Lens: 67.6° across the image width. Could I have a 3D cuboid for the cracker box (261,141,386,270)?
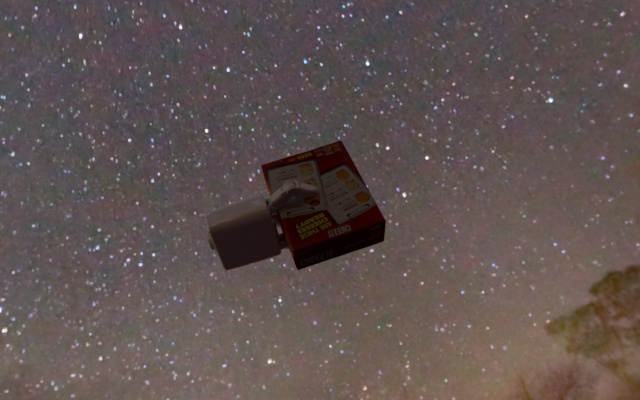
[{"bbox_3d":[0.000,0.003,0.863,0.164,0.213,0.072,-18,-39,-8],"label":"cracker box"}]
